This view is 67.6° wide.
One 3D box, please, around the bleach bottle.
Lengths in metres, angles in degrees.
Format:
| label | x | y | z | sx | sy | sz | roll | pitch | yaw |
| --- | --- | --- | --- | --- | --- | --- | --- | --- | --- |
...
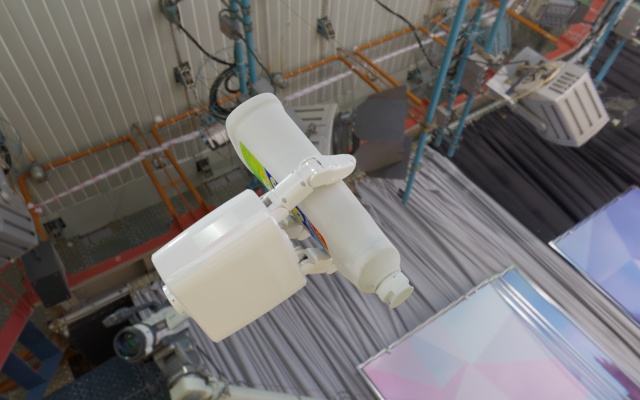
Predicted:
| label | x | y | z | sx | sy | sz | roll | pitch | yaw |
| --- | --- | --- | --- | --- | --- | --- | --- | --- | --- |
| bleach bottle | 0.000 | 0.002 | 0.485 | 0.068 | 0.250 | 0.103 | -35 | -30 | -12 |
